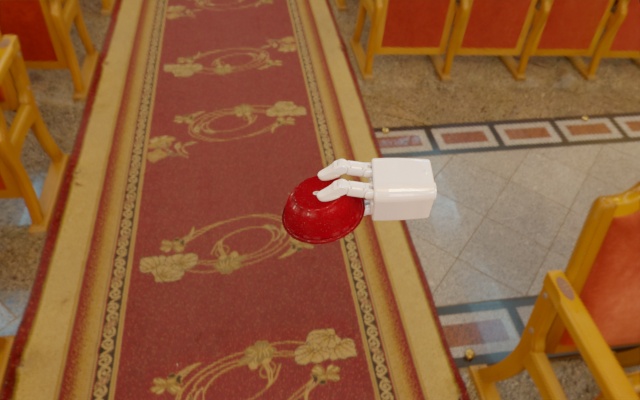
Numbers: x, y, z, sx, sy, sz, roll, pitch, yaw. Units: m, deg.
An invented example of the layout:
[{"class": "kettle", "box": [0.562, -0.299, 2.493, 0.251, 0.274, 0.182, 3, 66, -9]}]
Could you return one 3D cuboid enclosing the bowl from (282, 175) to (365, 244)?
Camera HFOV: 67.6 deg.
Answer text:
[{"class": "bowl", "box": [-0.001, 0.003, 0.890, 0.162, 0.162, 0.055, 0, -44, 16]}]
